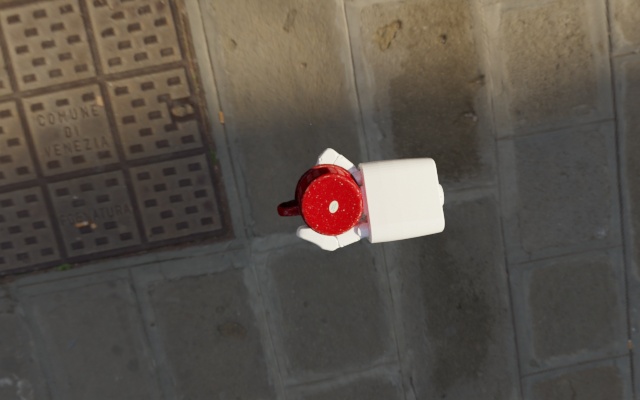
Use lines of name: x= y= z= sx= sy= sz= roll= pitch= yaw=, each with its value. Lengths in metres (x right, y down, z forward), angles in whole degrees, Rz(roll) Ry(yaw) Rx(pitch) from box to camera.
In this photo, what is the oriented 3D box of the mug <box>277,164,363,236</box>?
mug: x=-0.001 y=0.002 z=0.634 sx=0.117 sy=0.093 sz=0.081 roll=-9 pitch=9 yaw=-2
